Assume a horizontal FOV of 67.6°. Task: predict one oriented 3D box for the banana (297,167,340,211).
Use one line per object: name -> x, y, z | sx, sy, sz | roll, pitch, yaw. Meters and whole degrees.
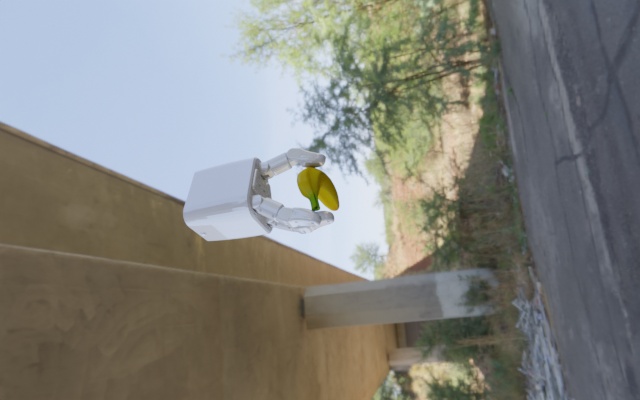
banana -> -0.004, -0.016, 0.736 | 0.037, 0.069, 0.198 | -11, -3, 12
